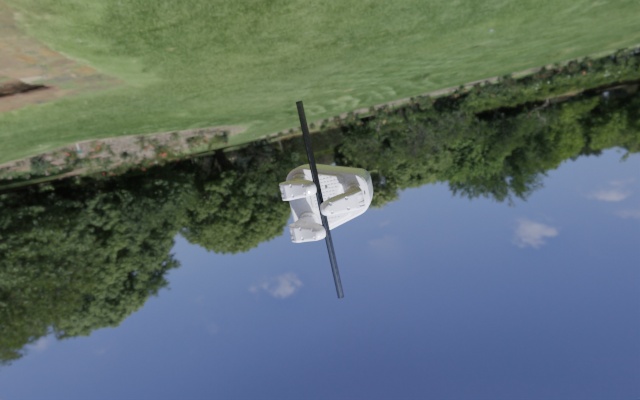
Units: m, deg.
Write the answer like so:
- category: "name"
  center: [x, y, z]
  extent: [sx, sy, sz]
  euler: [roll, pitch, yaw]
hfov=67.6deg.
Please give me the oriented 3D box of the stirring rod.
- category: "stirring rod"
  center: [0.000, 0.002, 0.569]
  extent: [0.011, 0.239, 0.011]
  euler: [-12, 7, 2]
